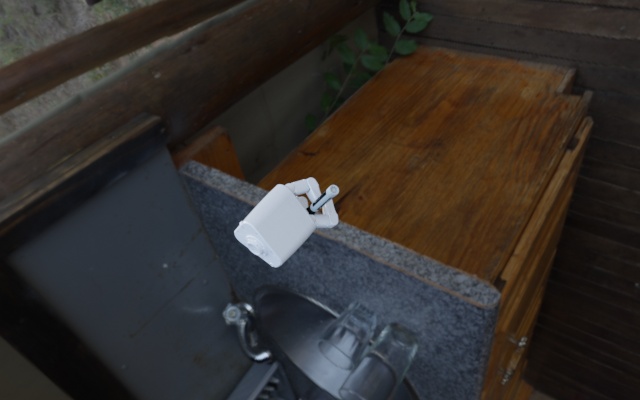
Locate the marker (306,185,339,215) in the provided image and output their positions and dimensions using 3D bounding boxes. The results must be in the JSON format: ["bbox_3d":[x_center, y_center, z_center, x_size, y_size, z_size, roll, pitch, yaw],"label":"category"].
[{"bbox_3d":[0.000,0.003,0.874,0.020,0.020,0.121,0,-21,-25],"label":"marker"}]
